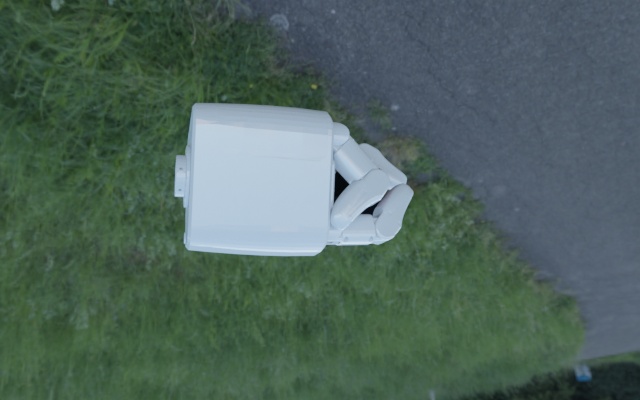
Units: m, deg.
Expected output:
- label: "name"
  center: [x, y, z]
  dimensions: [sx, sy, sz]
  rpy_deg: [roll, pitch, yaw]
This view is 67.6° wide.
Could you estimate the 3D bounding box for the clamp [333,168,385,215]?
- label: "clamp"
  center: [0.000, 0.002, 0.479]
  dimensions: [0.120, 0.039, 0.171]
  rpy_deg: [2, -17, -18]
